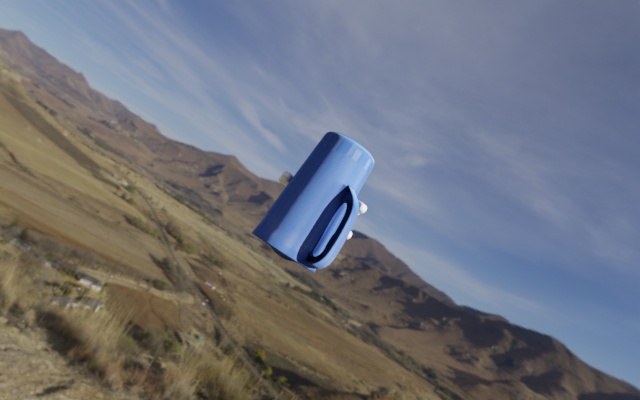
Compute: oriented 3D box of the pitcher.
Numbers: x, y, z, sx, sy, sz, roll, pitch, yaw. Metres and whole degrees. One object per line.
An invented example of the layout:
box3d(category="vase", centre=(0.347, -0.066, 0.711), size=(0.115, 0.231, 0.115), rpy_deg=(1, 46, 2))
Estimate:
box3d(category="pitcher", centre=(0.000, 0.003, 0.865), size=(0.149, 0.243, 0.145), rpy_deg=(32, -7, 4))
